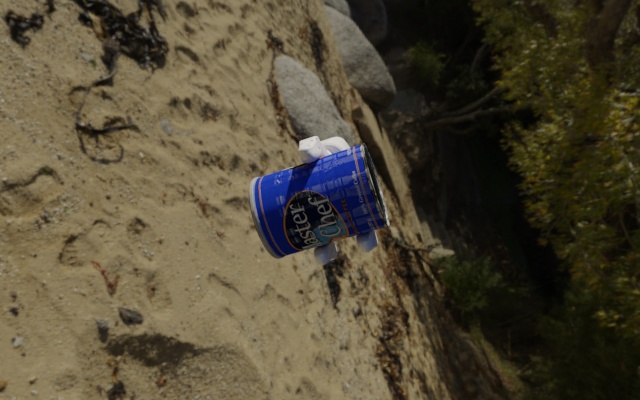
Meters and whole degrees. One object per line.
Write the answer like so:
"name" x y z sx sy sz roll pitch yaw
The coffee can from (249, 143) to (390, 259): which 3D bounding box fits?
"coffee can" 0.000 0.002 0.569 0.140 0.103 0.103 -17 -4 11
